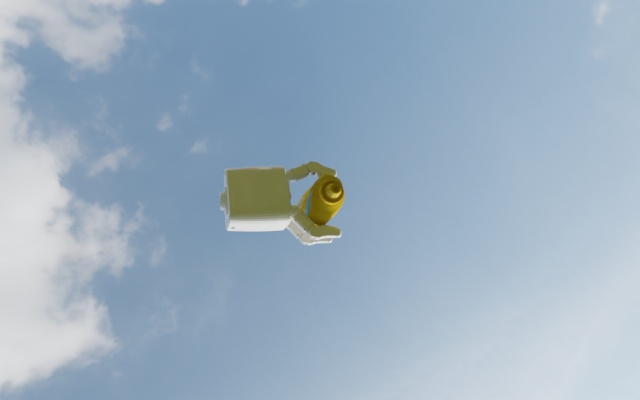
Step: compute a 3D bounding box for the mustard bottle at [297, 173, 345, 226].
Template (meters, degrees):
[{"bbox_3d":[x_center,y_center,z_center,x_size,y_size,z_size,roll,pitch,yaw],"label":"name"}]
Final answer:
[{"bbox_3d":[0.000,0.003,0.864,0.058,0.096,0.192,22,-19,-9],"label":"mustard bottle"}]
